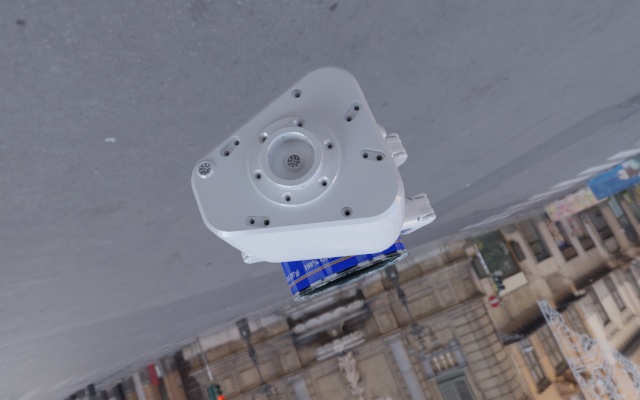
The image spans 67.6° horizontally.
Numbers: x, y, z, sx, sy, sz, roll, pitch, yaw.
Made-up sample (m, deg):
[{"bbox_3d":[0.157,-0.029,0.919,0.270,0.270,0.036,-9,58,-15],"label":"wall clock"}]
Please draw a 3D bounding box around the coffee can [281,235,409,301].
[{"bbox_3d":[0.000,0.001,0.411,0.103,0.140,0.103,-21,-14,-6],"label":"coffee can"}]
